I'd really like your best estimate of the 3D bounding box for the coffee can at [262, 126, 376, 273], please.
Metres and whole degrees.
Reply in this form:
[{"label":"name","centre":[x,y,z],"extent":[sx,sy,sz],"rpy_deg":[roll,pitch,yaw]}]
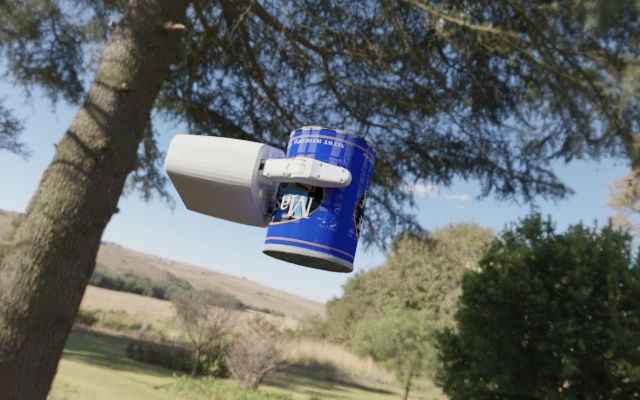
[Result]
[{"label":"coffee can","centre":[0.000,0.002,0.539],"extent":[0.103,0.140,0.103],"rpy_deg":[12,-14,3]}]
